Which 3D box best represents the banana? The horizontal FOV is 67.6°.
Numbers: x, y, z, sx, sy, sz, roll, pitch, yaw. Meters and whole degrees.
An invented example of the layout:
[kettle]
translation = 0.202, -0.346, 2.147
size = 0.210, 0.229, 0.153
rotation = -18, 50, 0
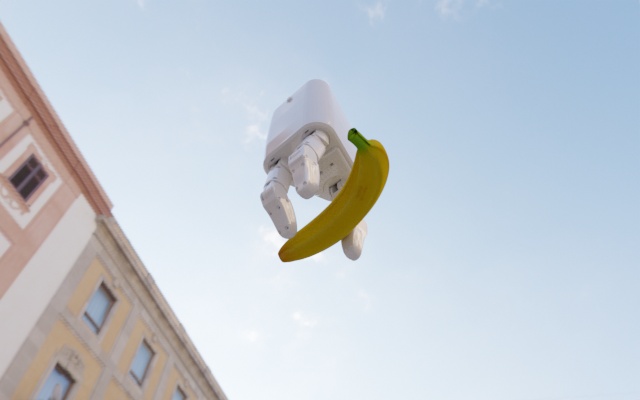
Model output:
[banana]
translation = 0.019, 0.003, 0.485
size = 0.069, 0.037, 0.198
rotation = 12, -46, -19
